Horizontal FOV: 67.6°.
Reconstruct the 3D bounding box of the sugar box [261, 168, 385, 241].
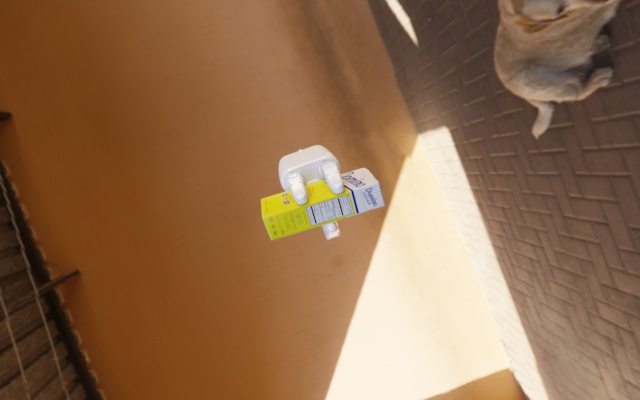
[{"bbox_3d":[0.000,0.002,0.725,0.176,0.048,0.093,-20,20,-2],"label":"sugar box"}]
